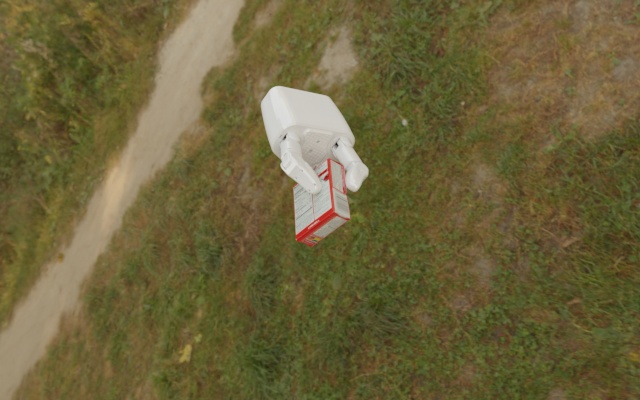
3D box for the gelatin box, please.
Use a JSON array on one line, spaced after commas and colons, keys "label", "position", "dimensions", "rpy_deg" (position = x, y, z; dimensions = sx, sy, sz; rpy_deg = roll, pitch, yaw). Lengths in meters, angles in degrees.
[{"label": "gelatin box", "position": [0.000, 0.002, 0.597], "dimensions": [0.030, 0.089, 0.073], "rpy_deg": [25, -47, -33]}]
